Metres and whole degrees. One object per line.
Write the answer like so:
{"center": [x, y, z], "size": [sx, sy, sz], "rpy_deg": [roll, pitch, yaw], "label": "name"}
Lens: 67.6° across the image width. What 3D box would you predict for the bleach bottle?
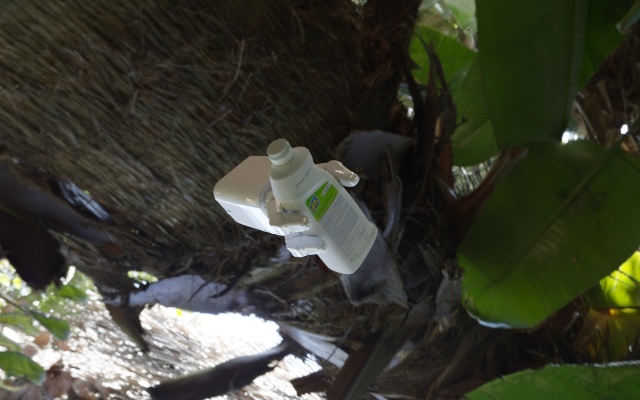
{"center": [0.000, 0.002, 0.691], "size": [0.068, 0.102, 0.251], "rpy_deg": [11, -32, 38], "label": "bleach bottle"}
